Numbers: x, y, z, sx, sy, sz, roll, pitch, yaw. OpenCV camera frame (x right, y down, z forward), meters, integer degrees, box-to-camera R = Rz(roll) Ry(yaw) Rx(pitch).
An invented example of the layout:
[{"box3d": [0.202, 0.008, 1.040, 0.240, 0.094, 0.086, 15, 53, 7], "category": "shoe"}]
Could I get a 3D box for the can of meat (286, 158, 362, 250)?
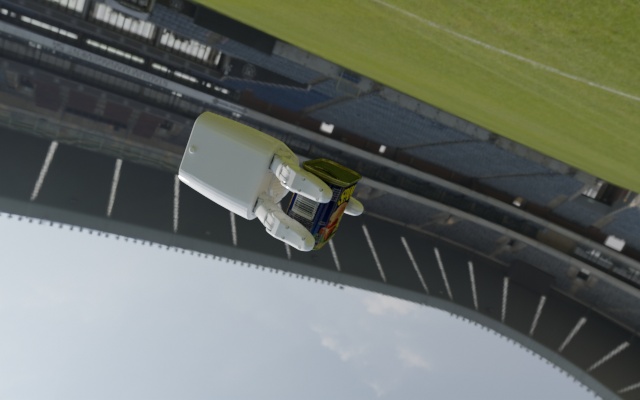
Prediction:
[{"box3d": [0.000, 0.002, 0.553, 0.057, 0.084, 0.102, 26, 14, 11], "category": "can of meat"}]
